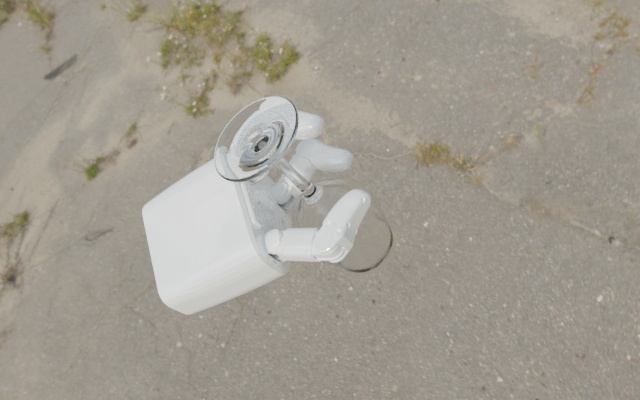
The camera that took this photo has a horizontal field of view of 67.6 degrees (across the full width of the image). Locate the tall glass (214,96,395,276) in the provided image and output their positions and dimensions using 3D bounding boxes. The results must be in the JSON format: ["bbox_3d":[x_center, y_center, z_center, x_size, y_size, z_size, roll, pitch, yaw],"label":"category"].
[{"bbox_3d":[0.000,0.001,0.417,0.079,0.079,0.201,0,-28,34],"label":"tall glass"}]
